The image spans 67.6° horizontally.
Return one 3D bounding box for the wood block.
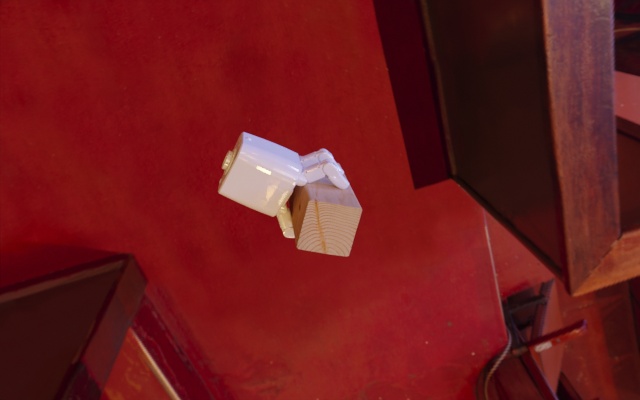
[{"bbox_3d":[0.000,0.003,0.842,0.090,0.091,0.206,10,23,-13],"label":"wood block"}]
